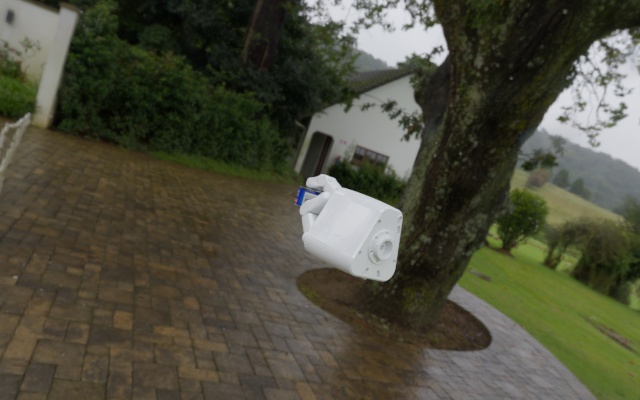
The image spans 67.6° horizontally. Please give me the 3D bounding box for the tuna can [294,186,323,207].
[{"bbox_3d":[0.000,0.002,0.813,0.086,0.034,0.086,16,2,0],"label":"tuna can"}]
